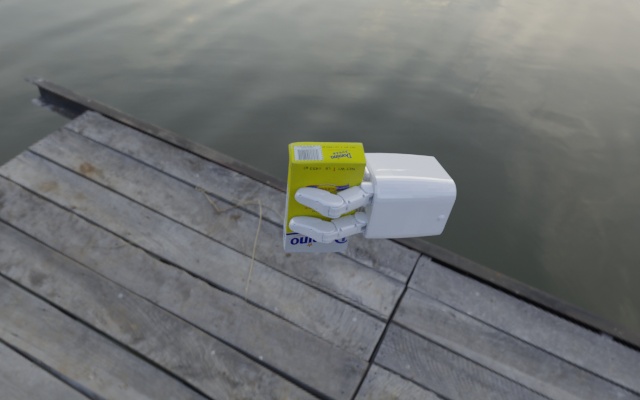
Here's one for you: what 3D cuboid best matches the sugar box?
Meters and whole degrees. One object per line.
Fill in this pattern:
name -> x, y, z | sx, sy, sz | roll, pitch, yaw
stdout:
sugar box -> 0.000, 0.002, 0.637 | 0.093, 0.176, 0.048 | 0, 45, -7
